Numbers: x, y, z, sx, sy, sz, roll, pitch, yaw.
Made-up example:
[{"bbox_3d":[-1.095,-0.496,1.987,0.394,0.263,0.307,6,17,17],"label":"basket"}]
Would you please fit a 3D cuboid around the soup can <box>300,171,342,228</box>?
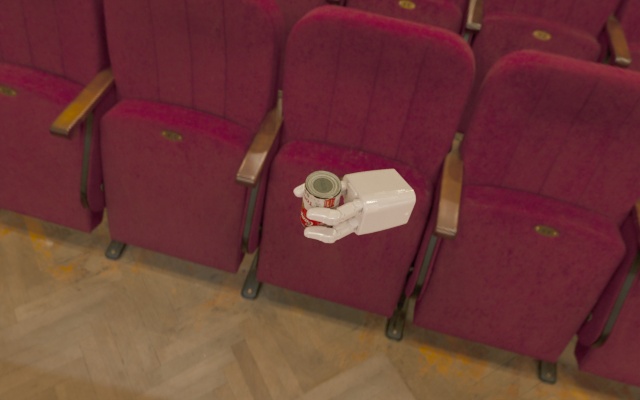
[{"bbox_3d":[0.000,0.003,0.884,0.068,0.068,0.102,0,-39,-8],"label":"soup can"}]
